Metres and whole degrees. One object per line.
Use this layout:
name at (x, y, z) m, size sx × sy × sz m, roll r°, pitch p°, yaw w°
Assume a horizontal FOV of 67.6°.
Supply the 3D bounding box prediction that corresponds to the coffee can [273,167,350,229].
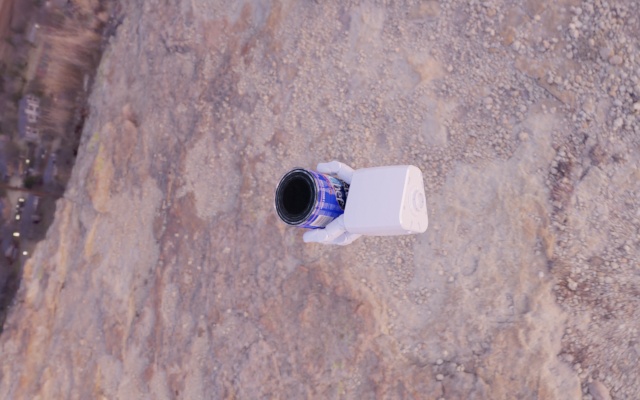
coffee can at (0.000, 0.003, 0.856) m, size 0.103 × 0.103 × 0.140 m, roll 0°, pitch -8°, yaw 39°
